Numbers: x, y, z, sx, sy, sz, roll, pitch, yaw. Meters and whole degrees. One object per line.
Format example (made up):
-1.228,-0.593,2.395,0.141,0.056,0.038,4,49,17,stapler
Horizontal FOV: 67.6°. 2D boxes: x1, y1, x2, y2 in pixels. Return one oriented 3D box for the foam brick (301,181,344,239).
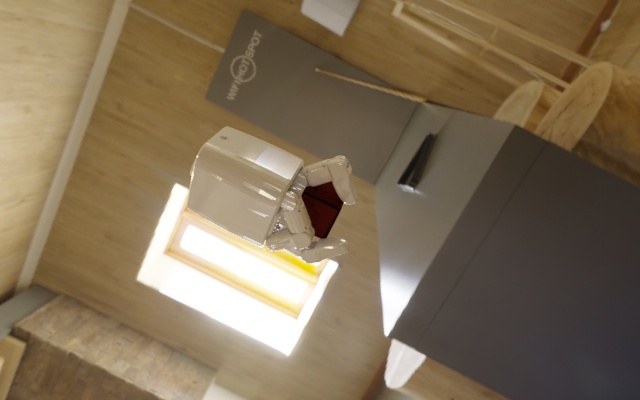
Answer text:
0.000,0.002,0.608,0.051,0.053,0.078,25,29,-1,foam brick
